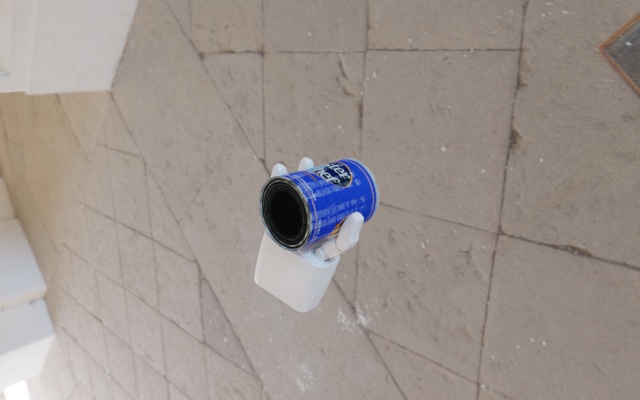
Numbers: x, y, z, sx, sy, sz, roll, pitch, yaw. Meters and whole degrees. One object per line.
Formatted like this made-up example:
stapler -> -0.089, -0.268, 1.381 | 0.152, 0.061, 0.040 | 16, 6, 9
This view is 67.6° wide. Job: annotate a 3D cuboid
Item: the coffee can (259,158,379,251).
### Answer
coffee can -> 0.000, 0.002, 0.674 | 0.140, 0.103, 0.103 | -18, 12, -43
